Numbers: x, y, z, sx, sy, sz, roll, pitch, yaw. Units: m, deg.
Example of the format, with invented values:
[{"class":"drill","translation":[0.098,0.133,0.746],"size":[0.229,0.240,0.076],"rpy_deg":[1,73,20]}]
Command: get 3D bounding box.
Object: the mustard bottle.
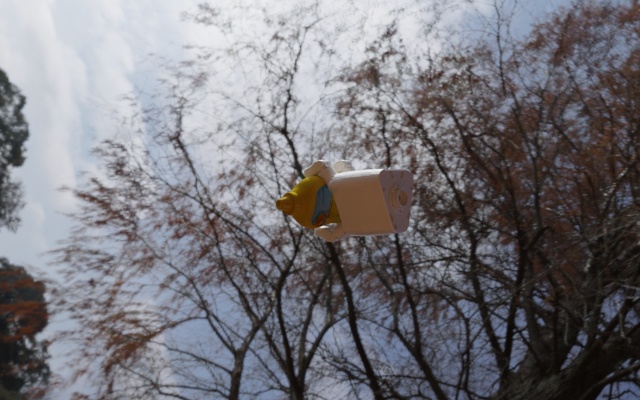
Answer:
[{"class":"mustard bottle","translation":[0.000,0.003,0.871],"size":[0.191,0.096,0.058],"rpy_deg":[-4,23,-42]}]
